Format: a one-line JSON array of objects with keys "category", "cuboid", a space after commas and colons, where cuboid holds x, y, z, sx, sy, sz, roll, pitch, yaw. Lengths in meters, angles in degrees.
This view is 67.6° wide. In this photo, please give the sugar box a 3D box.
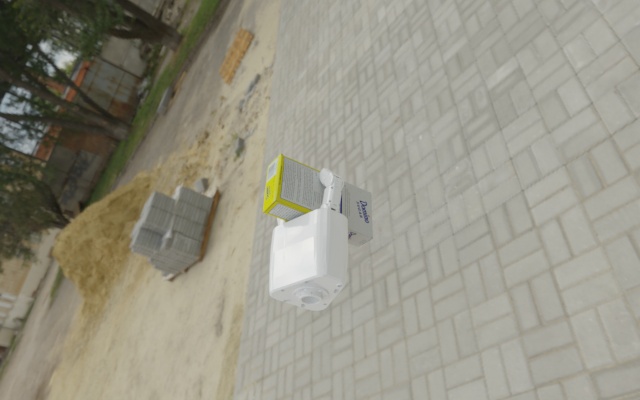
[{"category": "sugar box", "cuboid": [0.000, 0.003, 0.746, 0.176, 0.093, 0.048, 24, -41, -27]}]
